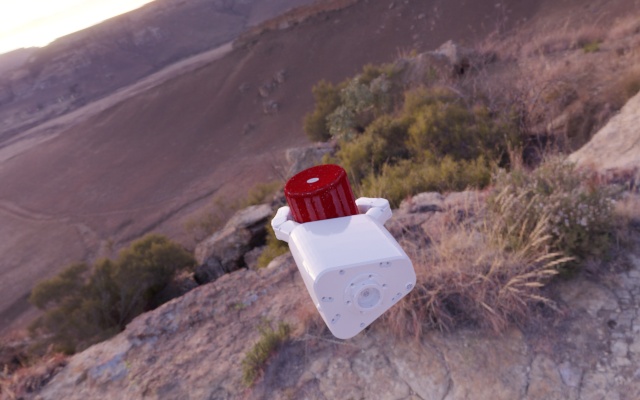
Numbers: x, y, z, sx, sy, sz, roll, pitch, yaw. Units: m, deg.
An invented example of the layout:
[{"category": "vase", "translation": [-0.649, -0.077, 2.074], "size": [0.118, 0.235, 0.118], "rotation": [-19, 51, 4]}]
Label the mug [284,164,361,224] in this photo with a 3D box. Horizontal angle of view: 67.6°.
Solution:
[{"category": "mug", "translation": [0.000, 0.001, 0.621], "size": [0.093, 0.081, 0.117], "rotation": [-23, 26, -8]}]
